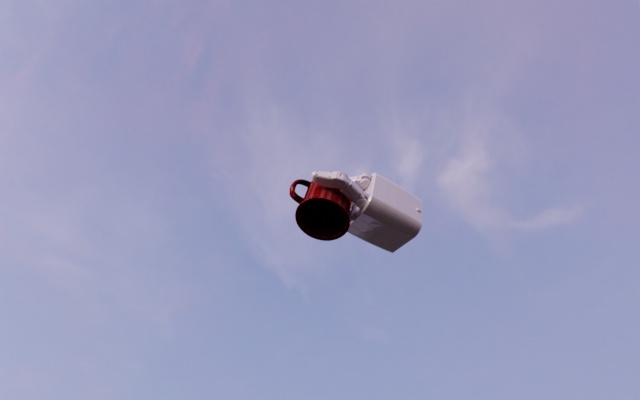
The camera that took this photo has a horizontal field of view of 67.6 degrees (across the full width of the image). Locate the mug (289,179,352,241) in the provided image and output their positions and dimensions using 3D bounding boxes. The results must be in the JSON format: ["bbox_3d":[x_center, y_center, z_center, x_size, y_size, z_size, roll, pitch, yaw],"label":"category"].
[{"bbox_3d":[-0.001,0.002,0.819,0.117,0.093,0.081,28,38,-9],"label":"mug"}]
